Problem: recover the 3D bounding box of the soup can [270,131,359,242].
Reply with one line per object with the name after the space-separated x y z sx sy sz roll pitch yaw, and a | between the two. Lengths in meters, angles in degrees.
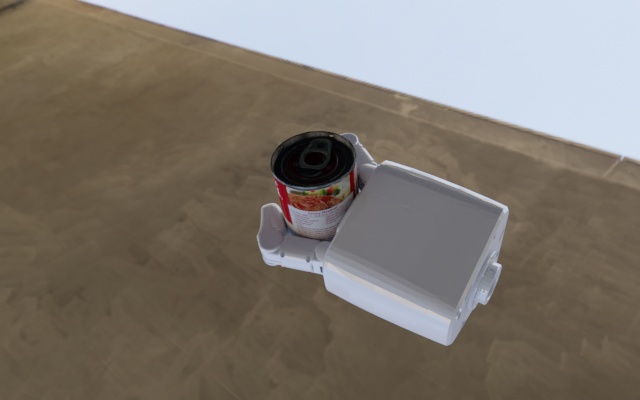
0.000 0.001 0.409 0.068 0.068 0.102 0 -44 9 | soup can
